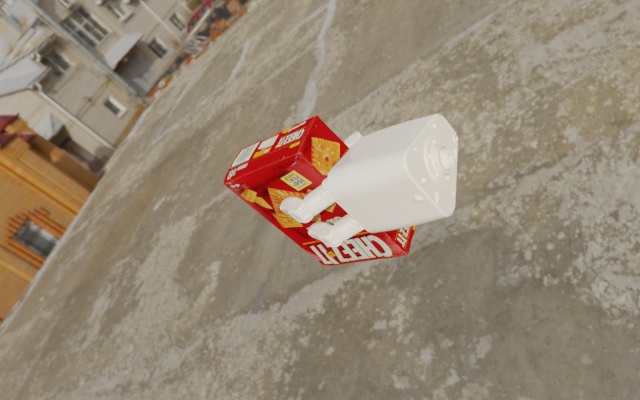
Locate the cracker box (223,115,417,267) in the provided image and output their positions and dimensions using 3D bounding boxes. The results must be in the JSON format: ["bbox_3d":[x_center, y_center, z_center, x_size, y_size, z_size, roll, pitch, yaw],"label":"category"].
[{"bbox_3d":[0.000,0.002,0.639,0.164,0.072,0.214,-15,-48,45],"label":"cracker box"}]
